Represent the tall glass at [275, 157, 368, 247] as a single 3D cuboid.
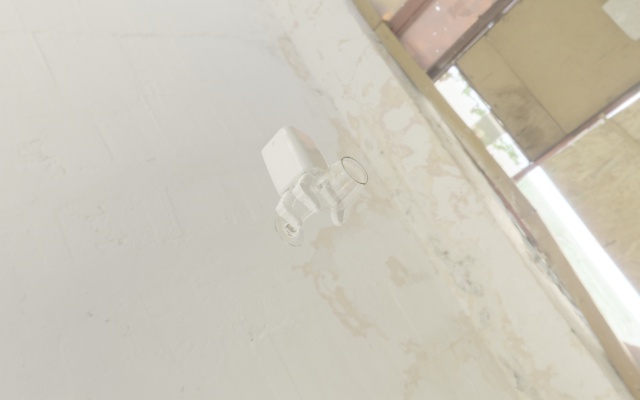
[{"bbox_3d":[0.000,0.003,0.896,0.079,0.079,0.201,0,-35,-48],"label":"tall glass"}]
